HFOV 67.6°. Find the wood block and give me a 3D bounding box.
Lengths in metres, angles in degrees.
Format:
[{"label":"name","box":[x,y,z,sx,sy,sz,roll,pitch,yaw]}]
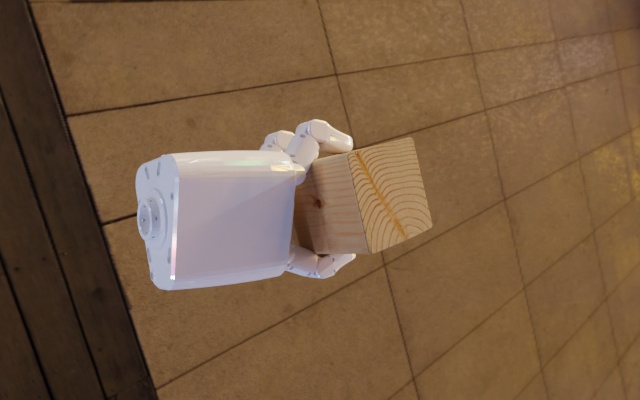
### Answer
[{"label":"wood block","box":[0.000,0.002,0.503,0.090,0.091,0.206,-18,7,-38]}]
